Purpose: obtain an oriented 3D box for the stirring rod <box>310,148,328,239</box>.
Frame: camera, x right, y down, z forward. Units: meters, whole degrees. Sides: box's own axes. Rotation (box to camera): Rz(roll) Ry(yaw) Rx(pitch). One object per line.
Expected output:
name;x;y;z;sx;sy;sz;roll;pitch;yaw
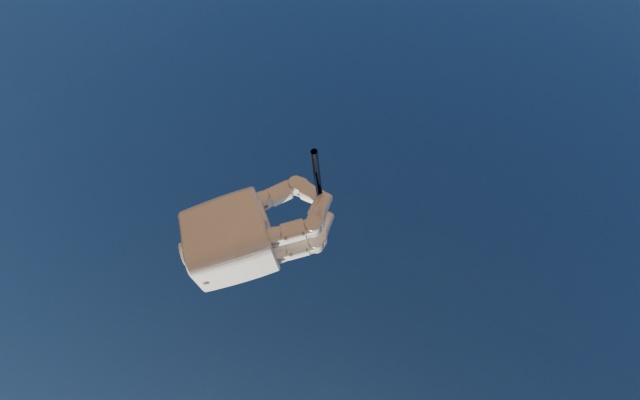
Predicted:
stirring rod;0.000;0.002;0.635;0.011;0.011;0.240;0;-28;4
